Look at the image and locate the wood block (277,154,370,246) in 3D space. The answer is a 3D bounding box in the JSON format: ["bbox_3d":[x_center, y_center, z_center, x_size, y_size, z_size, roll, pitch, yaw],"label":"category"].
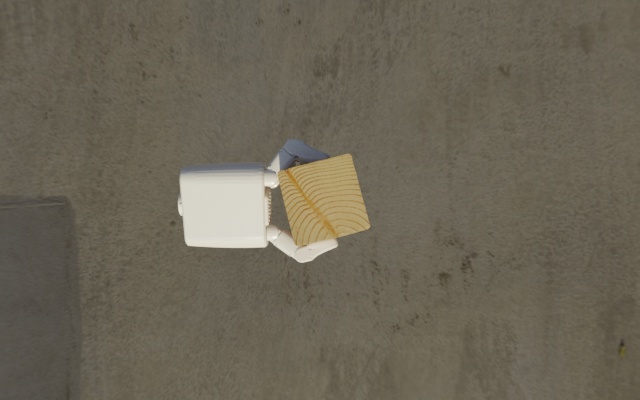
[{"bbox_3d":[0.000,0.002,0.640,0.090,0.091,0.206,-14,-1,-2],"label":"wood block"}]
